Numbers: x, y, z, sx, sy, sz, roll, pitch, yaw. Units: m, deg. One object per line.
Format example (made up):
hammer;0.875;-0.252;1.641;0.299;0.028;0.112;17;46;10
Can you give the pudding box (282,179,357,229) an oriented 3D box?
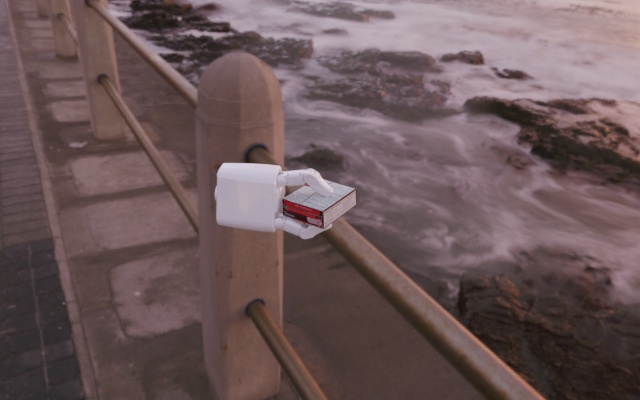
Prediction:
pudding box;0.000;0.003;0.855;0.090;0.039;0.113;18;34;31
